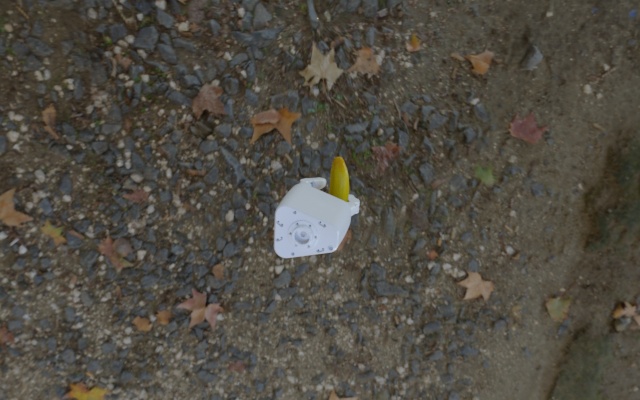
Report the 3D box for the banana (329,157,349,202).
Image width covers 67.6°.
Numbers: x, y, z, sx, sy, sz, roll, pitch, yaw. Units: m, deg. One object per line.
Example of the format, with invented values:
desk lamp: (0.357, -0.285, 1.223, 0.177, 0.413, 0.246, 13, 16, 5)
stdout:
banana: (0.014, 0.016, 0.889, 0.069, 0.198, 0.037, 34, 27, 13)
